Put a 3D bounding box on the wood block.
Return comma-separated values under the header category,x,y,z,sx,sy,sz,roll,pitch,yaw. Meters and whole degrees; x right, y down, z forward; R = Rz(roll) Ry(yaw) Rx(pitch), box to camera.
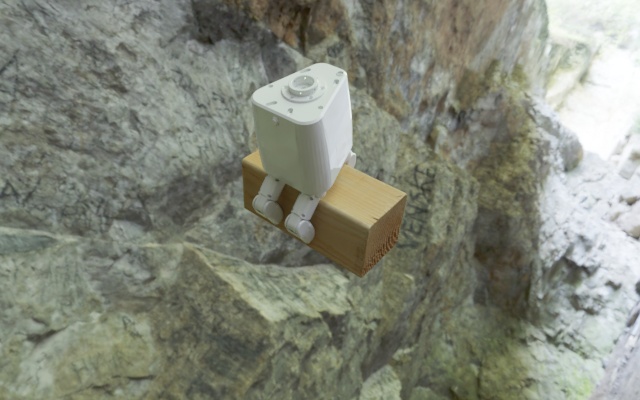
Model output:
category,x,y,z,sx,sy,sz,roll,pitch,yaw
wood block,0.000,0.002,0.645,0.206,0.090,0.090,29,45,27
